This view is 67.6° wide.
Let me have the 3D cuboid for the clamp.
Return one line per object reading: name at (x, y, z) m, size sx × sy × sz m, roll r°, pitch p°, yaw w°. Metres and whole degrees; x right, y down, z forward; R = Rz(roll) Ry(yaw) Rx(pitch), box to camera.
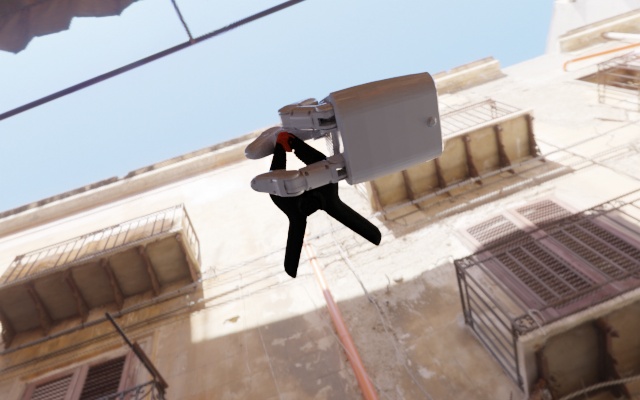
clamp at (0.000, 0.001, 0.536) m, size 0.120 × 0.171 × 0.039 m, roll -16°, pitch 25°, yaw -6°
